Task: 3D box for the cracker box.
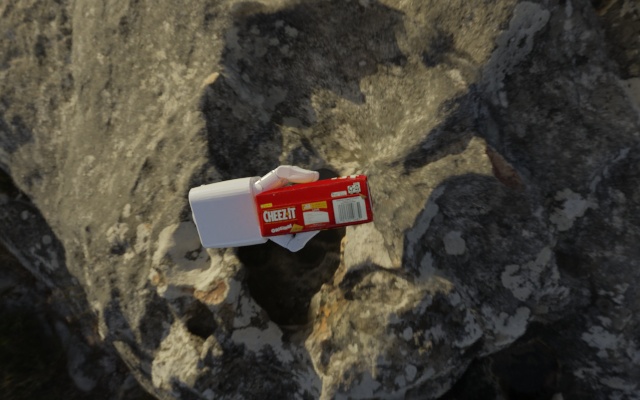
[{"bbox_3d":[0.000,0.003,0.776,0.164,0.072,0.213,-9,3,7],"label":"cracker box"}]
